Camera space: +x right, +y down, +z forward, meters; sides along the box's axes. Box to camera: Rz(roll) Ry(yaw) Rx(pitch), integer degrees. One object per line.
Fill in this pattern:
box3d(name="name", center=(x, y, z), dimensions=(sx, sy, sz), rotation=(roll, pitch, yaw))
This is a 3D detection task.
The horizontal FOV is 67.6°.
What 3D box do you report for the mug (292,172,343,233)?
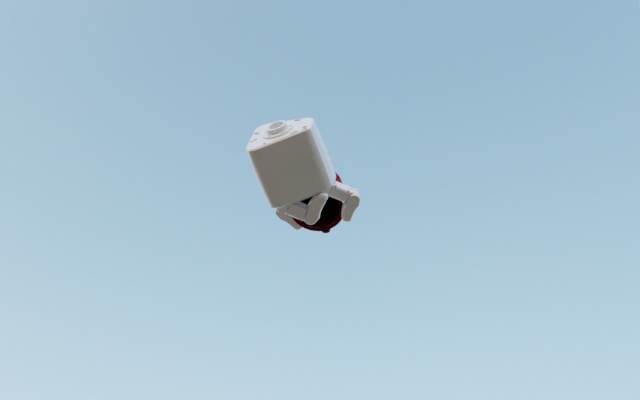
box3d(name="mug", center=(0.001, 0.004, 0.841), dimensions=(0.093, 0.117, 0.081), rotation=(-11, 32, 13))
